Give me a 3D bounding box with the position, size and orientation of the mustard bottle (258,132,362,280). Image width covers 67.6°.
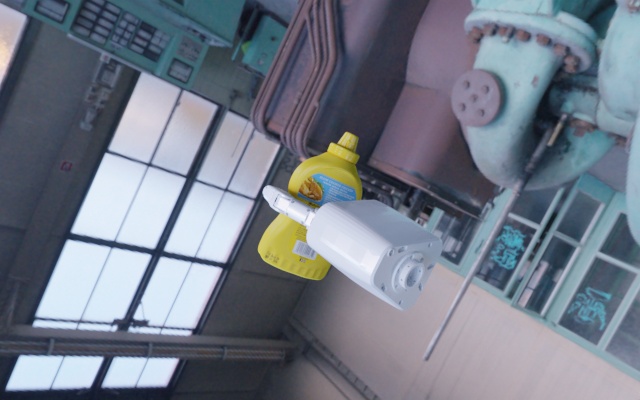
[{"bbox_3d":[0.000,0.002,0.617,0.096,0.191,0.058,23,6,-22],"label":"mustard bottle"}]
